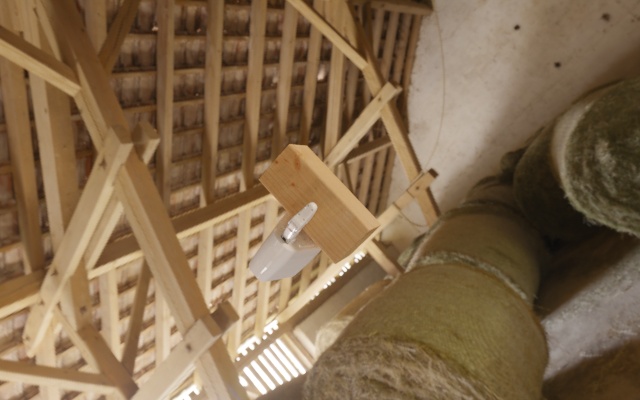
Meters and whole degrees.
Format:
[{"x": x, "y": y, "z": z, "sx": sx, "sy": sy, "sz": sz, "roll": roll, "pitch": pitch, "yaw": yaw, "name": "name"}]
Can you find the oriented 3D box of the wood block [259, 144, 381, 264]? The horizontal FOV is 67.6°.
[{"x": 0.000, "y": 0.003, "z": 0.862, "sx": 0.090, "sy": 0.206, "sz": 0.091, "roll": -46, "pitch": -11, "yaw": 18, "name": "wood block"}]
